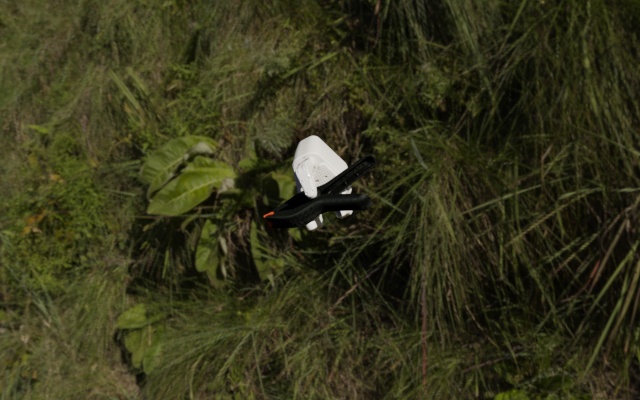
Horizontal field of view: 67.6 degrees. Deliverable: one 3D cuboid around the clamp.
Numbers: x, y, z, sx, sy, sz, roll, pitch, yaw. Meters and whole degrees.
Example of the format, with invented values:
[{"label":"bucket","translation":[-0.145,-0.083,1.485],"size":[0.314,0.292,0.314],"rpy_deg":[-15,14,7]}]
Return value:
[{"label":"clamp","translation":[-0.001,0.002,0.785],"size":[0.210,0.036,0.164],"rpy_deg":[-26,21,13]}]
